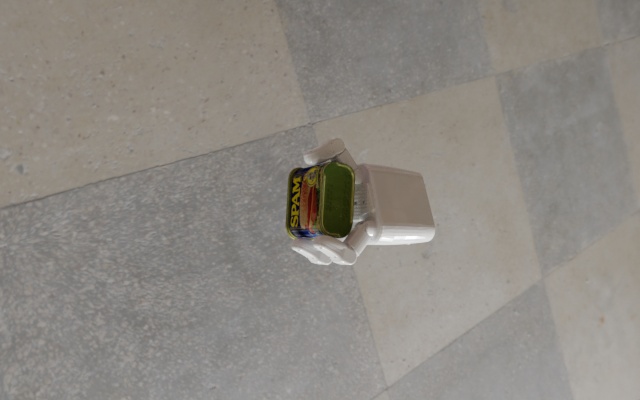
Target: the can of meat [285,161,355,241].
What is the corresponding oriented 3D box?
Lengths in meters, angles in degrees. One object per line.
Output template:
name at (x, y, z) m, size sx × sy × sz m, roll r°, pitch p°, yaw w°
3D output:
can of meat at (0.000, 0.002, 0.634) m, size 0.057 × 0.102 × 0.084 m, roll 8°, pitch -8°, yaw -33°
